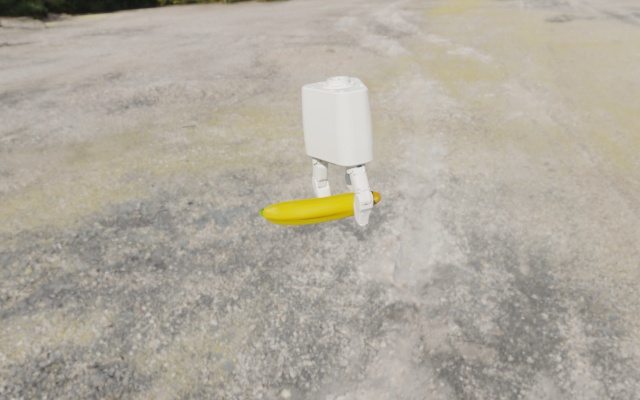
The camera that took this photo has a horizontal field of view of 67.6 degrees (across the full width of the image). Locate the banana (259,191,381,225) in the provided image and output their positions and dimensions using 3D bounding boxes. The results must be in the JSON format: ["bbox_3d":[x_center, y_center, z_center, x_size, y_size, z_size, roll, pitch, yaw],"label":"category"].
[{"bbox_3d":[-0.004,0.010,0.736,0.198,0.037,0.069,-6,22,6],"label":"banana"}]
